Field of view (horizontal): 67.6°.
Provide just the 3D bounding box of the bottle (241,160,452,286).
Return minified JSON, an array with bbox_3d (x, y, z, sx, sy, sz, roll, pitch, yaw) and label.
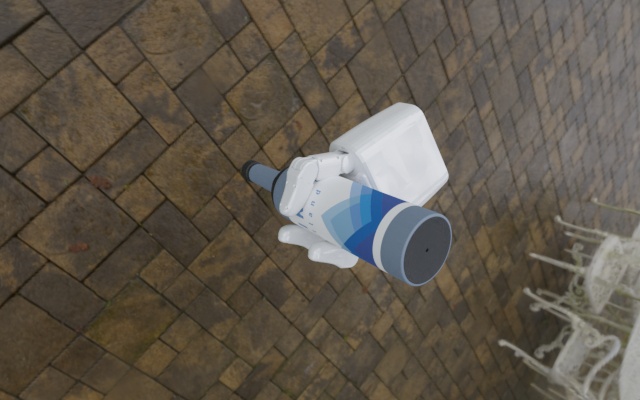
[{"bbox_3d":[0.000,0.002,0.515,0.069,0.069,0.295,0,16,-41],"label":"bottle"}]
